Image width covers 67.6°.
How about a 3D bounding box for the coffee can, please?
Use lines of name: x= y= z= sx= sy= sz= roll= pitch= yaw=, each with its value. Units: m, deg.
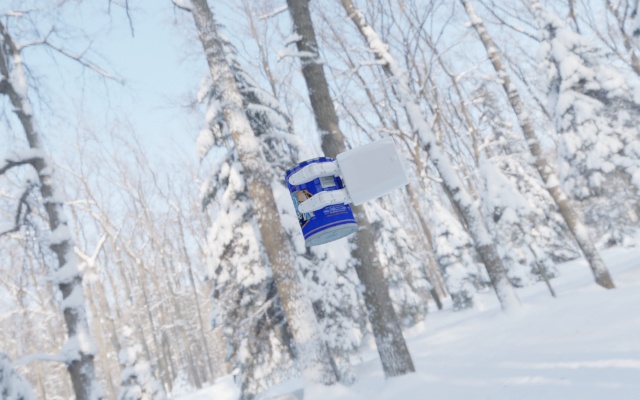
coffee can: x=0.000 y=0.003 z=0.895 sx=0.103 sy=0.140 sz=0.103 roll=-17 pitch=-15 yaw=-5
